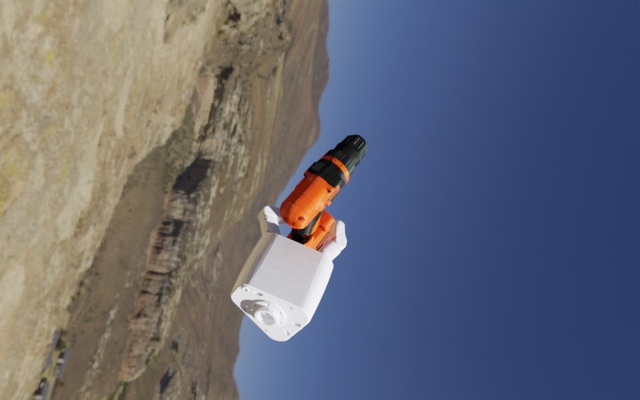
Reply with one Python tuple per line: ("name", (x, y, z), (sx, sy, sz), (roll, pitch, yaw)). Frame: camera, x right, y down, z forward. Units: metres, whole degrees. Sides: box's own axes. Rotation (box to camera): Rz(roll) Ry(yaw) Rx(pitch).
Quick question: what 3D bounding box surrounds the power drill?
("power drill", (0.000, 0.003, 0.740), (0.057, 0.184, 0.188), (34, -31, 15))
